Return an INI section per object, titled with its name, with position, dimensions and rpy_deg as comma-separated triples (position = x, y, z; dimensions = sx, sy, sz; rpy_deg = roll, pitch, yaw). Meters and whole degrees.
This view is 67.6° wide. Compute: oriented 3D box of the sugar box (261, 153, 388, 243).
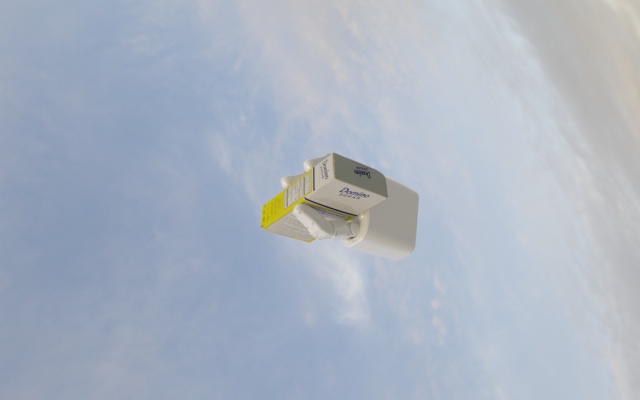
[sugar box]
position = 0.000, 0.002, 0.668
dimensions = 0.093, 0.048, 0.176
rpy_deg = 19, -37, -33
